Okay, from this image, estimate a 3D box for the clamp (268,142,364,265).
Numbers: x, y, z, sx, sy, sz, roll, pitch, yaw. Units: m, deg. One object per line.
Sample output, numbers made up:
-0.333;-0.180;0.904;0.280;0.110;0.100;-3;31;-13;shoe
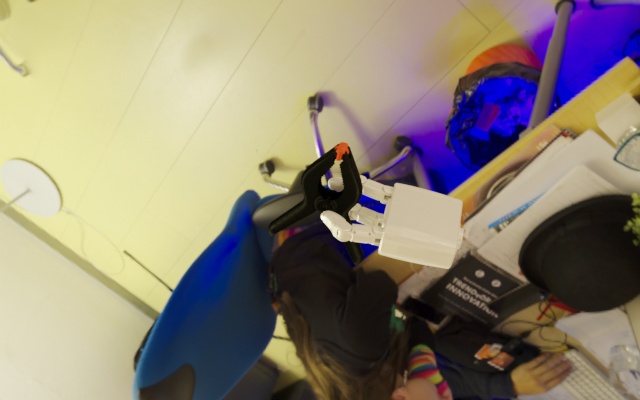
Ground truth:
0.000;0.002;0.741;0.164;0.210;0.036;12;36;8;clamp
